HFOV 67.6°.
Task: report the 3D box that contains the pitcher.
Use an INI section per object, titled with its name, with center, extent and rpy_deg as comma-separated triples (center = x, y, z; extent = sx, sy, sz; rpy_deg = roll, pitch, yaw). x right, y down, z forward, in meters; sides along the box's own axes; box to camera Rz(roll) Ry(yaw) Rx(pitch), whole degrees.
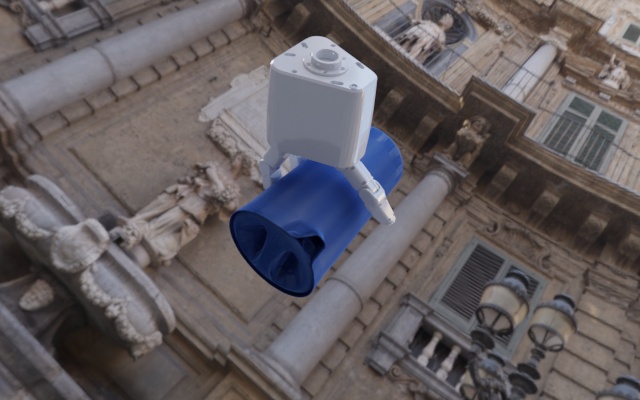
[pitcher]
center = 0.000, 0.002, 0.643
extent = 0.149, 0.145, 0.242
rpy_deg = 30, 51, 22
